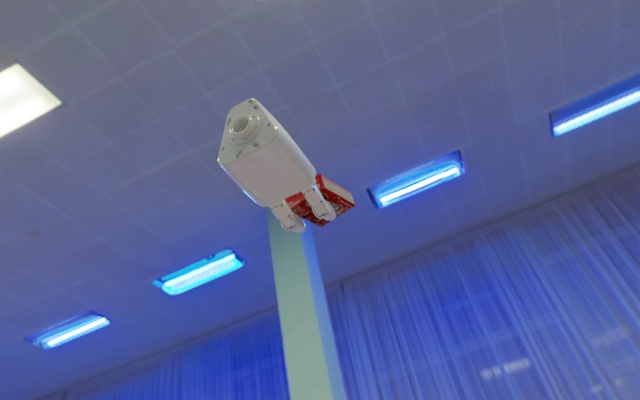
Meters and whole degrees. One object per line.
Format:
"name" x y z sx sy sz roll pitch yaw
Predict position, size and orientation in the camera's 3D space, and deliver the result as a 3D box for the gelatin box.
"gelatin box" 0.000 0.002 0.751 0.073 0.030 0.089 -33 -36 24
